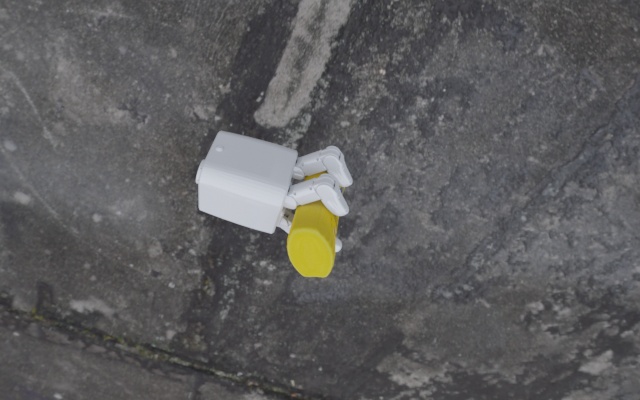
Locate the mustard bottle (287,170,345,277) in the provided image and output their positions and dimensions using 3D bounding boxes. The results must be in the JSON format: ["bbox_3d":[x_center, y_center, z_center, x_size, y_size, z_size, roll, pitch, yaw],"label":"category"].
[{"bbox_3d":[0.000,0.002,0.647,0.058,0.096,0.191,-1,44,12],"label":"mustard bottle"}]
